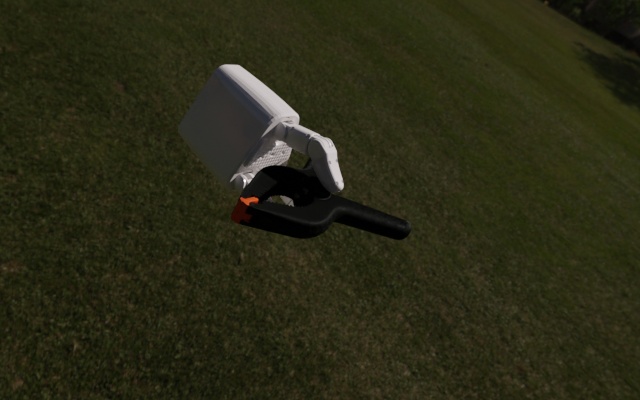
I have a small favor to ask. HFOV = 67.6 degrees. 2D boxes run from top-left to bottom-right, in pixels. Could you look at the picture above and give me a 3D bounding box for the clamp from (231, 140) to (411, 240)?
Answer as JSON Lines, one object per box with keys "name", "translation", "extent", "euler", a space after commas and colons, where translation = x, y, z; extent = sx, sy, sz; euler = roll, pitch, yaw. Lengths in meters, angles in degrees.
{"name": "clamp", "translation": [0.000, 0.001, 0.515], "extent": [0.164, 0.036, 0.210], "euler": [45, 35, 19]}
